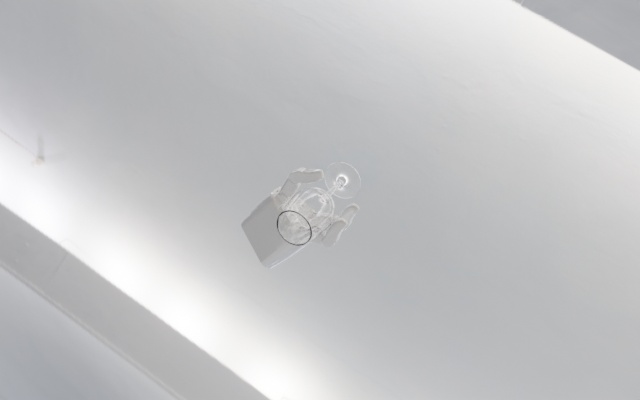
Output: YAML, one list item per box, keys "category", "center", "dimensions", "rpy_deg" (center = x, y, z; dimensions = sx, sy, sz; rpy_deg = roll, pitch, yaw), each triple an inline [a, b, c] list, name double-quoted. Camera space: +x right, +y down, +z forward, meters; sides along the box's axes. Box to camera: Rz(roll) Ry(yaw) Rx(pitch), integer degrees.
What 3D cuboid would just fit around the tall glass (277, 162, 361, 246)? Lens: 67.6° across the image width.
- category: "tall glass"
  center: [0.000, 0.002, 0.818]
  dimensions: [0.079, 0.079, 0.201]
  rpy_deg: [0, 24, 27]
